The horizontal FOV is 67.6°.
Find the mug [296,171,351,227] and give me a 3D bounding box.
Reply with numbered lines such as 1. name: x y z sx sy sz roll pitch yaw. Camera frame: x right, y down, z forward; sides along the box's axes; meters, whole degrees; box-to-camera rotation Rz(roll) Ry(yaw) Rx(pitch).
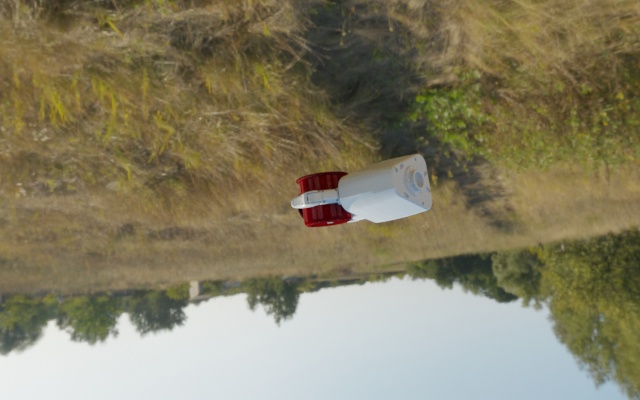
1. mug: -0.001 0.003 0.828 0.093 0.081 0.117 1 -12 -45
